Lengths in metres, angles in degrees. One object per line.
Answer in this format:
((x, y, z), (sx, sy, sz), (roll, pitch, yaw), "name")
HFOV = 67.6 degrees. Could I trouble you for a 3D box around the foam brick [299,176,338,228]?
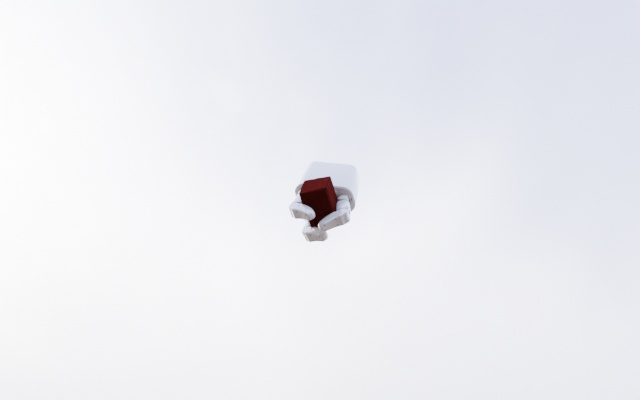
((0.000, 0.003, 0.872), (0.053, 0.078, 0.051), (-9, 29, 16), "foam brick")
